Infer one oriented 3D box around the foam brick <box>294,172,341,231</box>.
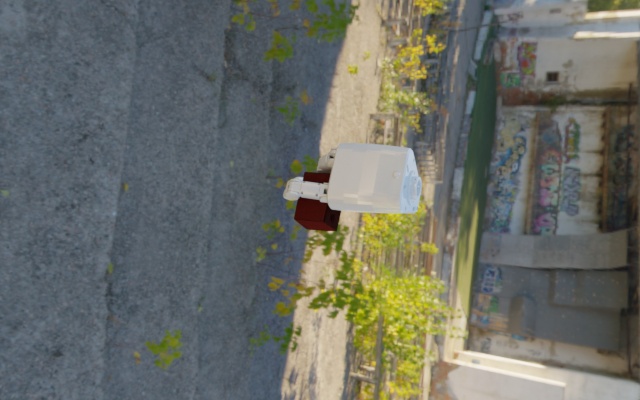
[{"bbox_3d":[0.000,0.003,0.716,0.051,0.078,0.053,6,-16,24],"label":"foam brick"}]
